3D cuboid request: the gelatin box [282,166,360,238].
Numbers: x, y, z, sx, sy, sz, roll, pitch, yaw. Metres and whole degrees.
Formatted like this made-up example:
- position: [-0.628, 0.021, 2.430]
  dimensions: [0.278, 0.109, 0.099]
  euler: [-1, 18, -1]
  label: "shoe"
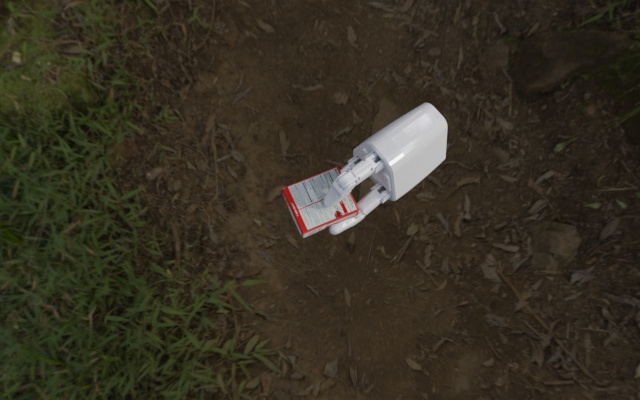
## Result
- position: [0.000, 0.002, 0.676]
  dimensions: [0.089, 0.073, 0.030]
  euler: [-22, -15, -12]
  label: "gelatin box"
